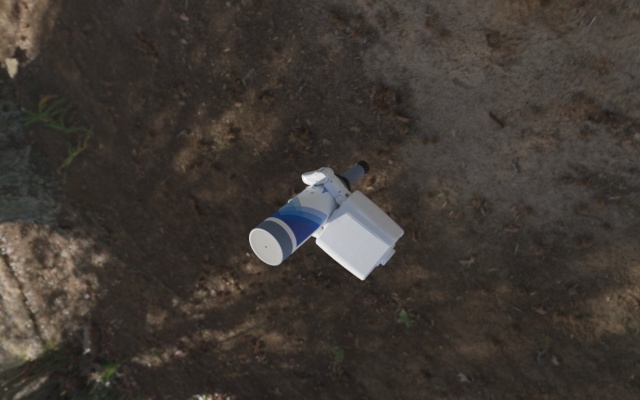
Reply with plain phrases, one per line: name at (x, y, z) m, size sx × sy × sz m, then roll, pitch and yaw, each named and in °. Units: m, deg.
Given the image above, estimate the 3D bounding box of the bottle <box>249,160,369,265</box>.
bottle at (0.000, 0.003, 0.823) m, size 0.069 × 0.069 × 0.295 m, roll 0°, pitch 28°, yaw 40°
